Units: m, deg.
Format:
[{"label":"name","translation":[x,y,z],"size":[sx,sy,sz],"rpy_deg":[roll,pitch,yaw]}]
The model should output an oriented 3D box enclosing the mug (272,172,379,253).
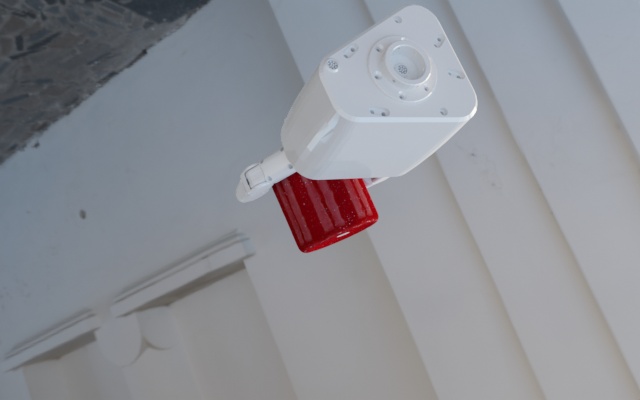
[{"label":"mug","translation":[0.000,0.002,0.464],"size":[0.093,0.081,0.117],"rpy_deg":[-20,-10,-21]}]
